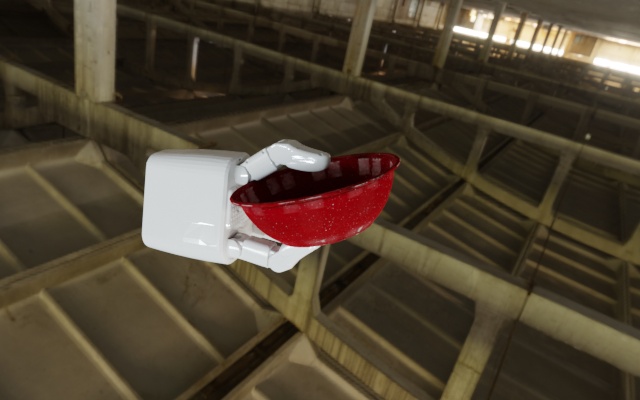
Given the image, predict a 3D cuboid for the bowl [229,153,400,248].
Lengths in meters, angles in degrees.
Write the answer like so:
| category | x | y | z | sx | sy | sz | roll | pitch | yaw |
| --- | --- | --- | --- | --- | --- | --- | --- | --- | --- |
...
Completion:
| category | x | y | z | sx | sy | sz | roll | pitch | yaw |
| --- | --- | --- | --- | --- | --- | --- | --- | --- | --- |
| bowl | 0.001 | 0.002 | 0.450 | 0.162 | 0.055 | 0.162 | -13 | 14 | 3 |
